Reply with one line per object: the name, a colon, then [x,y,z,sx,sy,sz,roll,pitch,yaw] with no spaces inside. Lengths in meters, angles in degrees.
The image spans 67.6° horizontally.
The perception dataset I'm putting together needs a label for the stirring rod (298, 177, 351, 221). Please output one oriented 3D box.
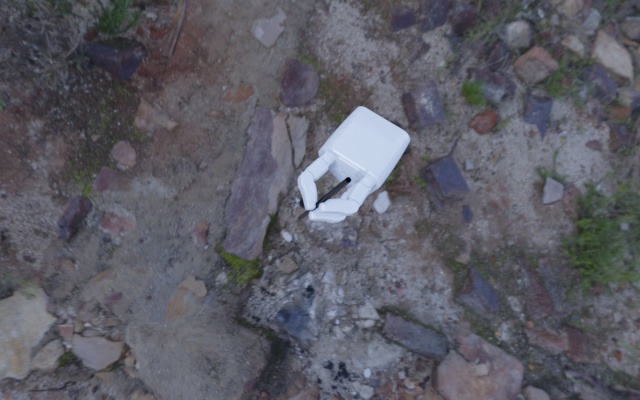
stirring rod: [0.000,0.002,0.725,0.011,0.011,0.239,0,-14,-18]
